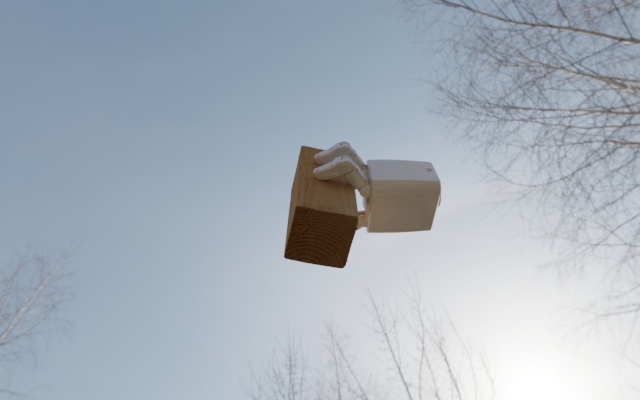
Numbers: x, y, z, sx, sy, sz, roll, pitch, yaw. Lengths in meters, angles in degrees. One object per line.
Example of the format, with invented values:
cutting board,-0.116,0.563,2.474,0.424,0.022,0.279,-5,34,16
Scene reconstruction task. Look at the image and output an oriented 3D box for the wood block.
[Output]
wood block,0.000,0.003,0.742,0.090,0.091,0.206,11,28,-6
